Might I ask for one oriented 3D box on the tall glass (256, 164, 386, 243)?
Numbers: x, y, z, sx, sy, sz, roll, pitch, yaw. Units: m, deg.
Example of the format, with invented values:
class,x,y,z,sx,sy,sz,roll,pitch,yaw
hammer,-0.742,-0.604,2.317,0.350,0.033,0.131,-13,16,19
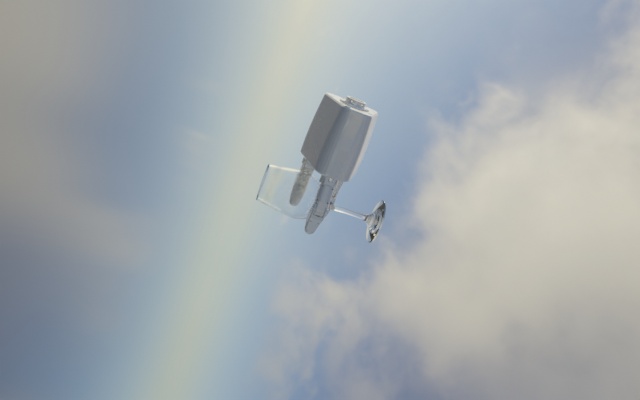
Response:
class,x,y,z,sx,sy,sz,roll,pitch,yaw
tall glass,0.001,0.003,0.777,0.201,0.079,0.079,19,-3,-9
